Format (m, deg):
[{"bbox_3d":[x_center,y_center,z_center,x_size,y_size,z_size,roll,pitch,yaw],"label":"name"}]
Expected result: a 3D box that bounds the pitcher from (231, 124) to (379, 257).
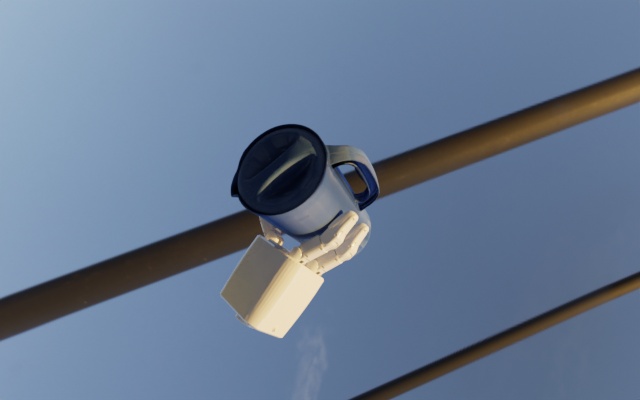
[{"bbox_3d":[0.000,0.002,0.701,0.149,0.145,0.243,29,-9,33],"label":"pitcher"}]
